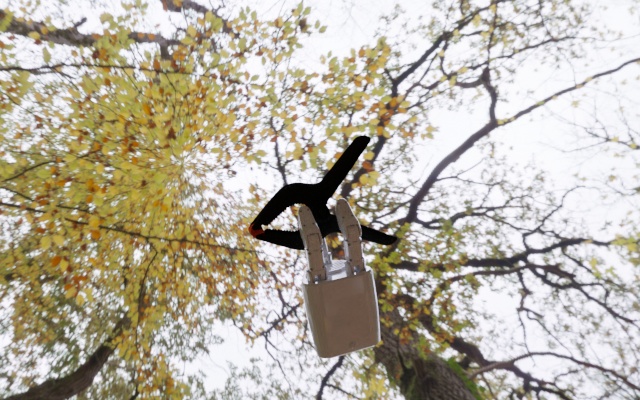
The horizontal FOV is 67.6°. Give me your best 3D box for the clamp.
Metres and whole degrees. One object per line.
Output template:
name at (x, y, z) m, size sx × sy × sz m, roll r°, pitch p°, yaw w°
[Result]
clamp at (-0.001, 0.002, 0.669) m, size 0.210 × 0.164 × 0.036 m, roll -11°, pitch 6°, yaw -15°
